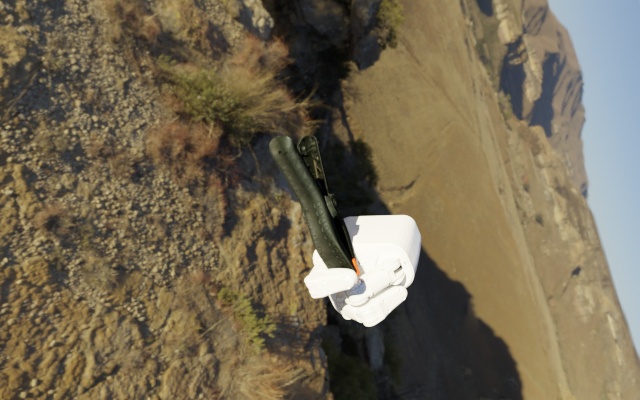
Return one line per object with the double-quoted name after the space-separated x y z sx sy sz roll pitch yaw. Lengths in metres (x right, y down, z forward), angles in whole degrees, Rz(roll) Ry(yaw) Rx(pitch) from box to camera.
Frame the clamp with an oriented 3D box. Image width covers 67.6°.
0.001 0.002 0.522 0.039 0.171 0.120 -17 13 20 "clamp"
